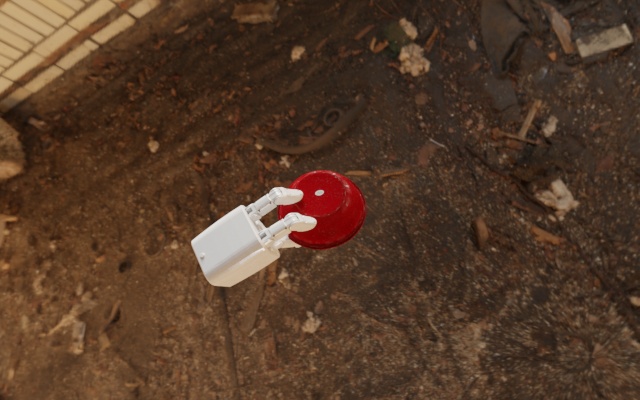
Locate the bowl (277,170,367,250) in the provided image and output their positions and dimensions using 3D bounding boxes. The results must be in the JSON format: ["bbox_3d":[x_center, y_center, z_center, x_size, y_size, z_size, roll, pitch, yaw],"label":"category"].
[{"bbox_3d":[0.001,0.002,0.839,0.162,0.162,0.055,0,-32,6],"label":"bowl"}]
